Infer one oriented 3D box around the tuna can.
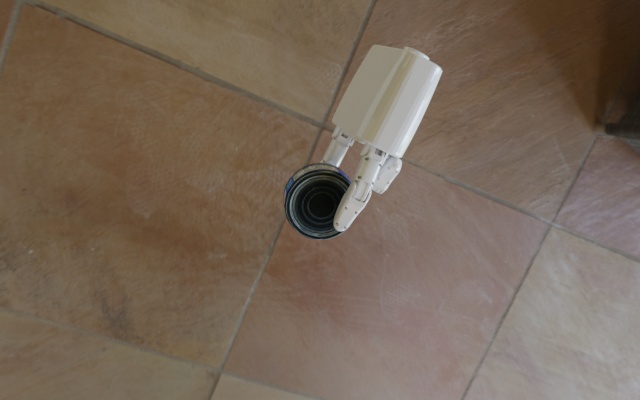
[{"bbox_3d":[0.000,0.002,0.553,0.086,0.086,0.033,0,18,-7],"label":"tuna can"}]
